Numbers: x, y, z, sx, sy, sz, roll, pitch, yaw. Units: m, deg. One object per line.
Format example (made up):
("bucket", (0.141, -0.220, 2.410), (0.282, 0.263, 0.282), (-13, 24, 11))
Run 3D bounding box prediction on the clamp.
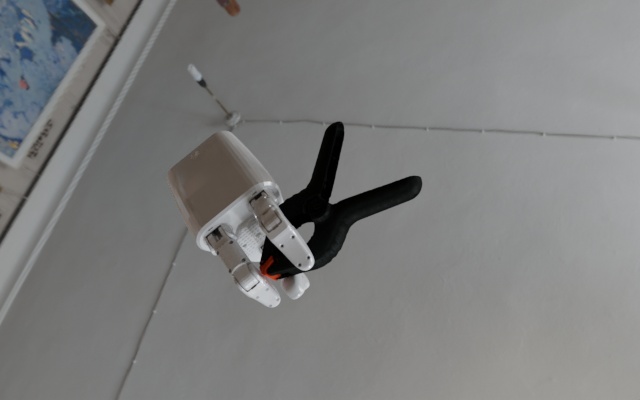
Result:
("clamp", (0.000, 0.002, 0.469), (0.120, 0.171, 0.039), (50, 0, 36))
